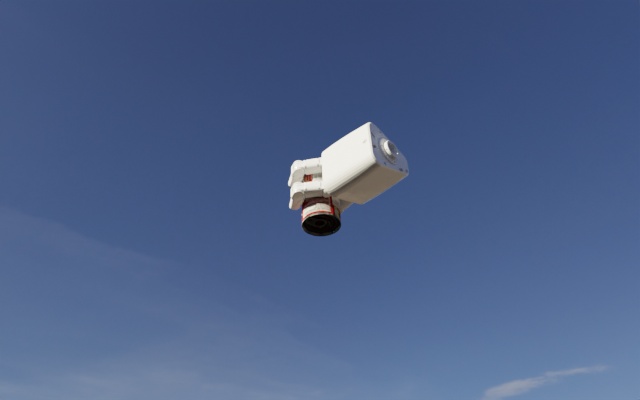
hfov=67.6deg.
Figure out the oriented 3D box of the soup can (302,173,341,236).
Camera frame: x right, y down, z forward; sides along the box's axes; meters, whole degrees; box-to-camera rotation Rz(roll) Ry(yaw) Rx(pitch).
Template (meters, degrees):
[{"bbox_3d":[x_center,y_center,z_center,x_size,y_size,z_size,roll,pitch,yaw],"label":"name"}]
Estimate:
[{"bbox_3d":[0.000,0.003,0.846,0.068,0.102,0.069,-1,-37,-1],"label":"soup can"}]
